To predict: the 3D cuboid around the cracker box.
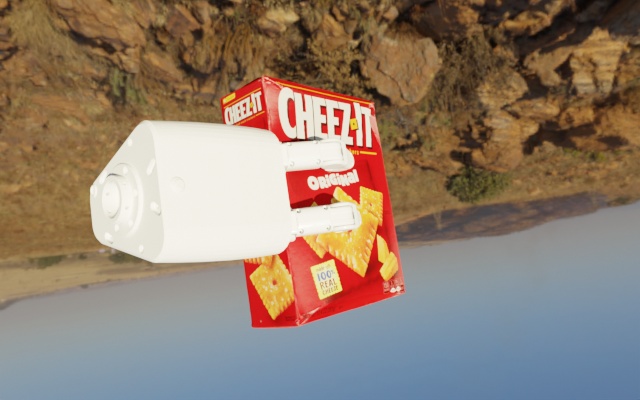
[{"bbox_3d":[0.000,0.002,0.468,0.072,0.213,0.164,-14,-9,41],"label":"cracker box"}]
